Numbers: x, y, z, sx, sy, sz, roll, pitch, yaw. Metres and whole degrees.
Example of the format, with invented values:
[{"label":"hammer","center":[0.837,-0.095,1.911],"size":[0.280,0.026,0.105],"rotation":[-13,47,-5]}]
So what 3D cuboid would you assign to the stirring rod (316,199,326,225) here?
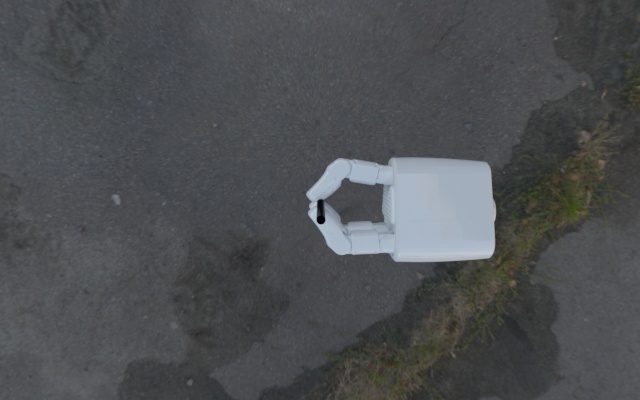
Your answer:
[{"label":"stirring rod","center":[0.000,0.002,0.532],"size":[0.011,0.011,0.239],"rotation":[0,7,0]}]
